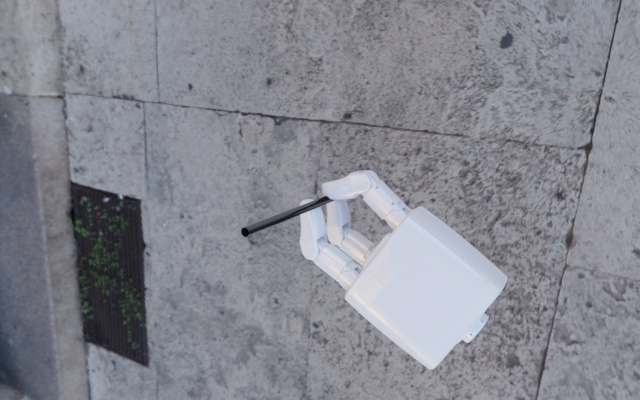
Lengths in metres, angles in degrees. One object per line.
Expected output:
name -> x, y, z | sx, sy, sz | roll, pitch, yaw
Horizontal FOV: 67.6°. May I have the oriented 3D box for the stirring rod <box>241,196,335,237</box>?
stirring rod -> 0.000, 0.002, 0.481 | 0.011, 0.011, 0.239 | 0, 11, 31
